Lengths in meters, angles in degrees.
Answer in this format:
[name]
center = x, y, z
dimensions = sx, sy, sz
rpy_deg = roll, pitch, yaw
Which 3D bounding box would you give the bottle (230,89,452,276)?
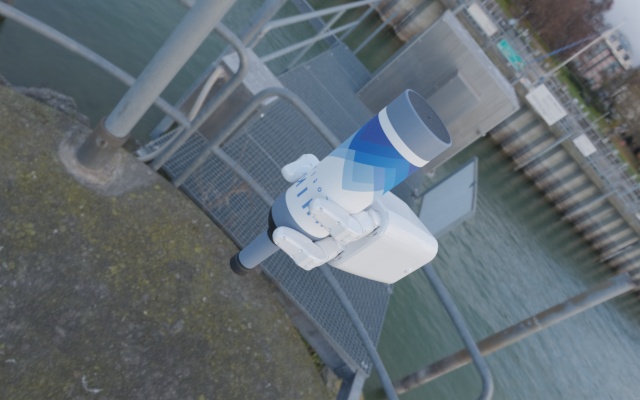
[bottle]
center = 0.000, 0.001, 0.514
dimensions = 0.296, 0.069, 0.069
rpy_deg = -38, -21, 29
